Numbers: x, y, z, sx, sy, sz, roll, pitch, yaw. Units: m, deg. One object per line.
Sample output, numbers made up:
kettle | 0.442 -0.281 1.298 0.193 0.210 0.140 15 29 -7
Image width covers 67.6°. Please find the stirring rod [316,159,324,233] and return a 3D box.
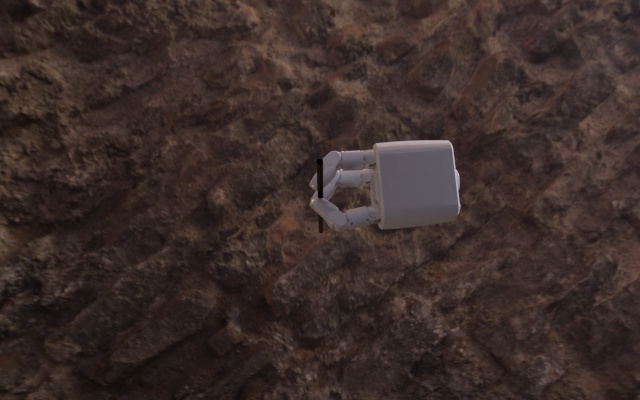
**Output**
stirring rod | 0.000 0.002 0.673 0.011 0.011 0.240 0 -24 0
